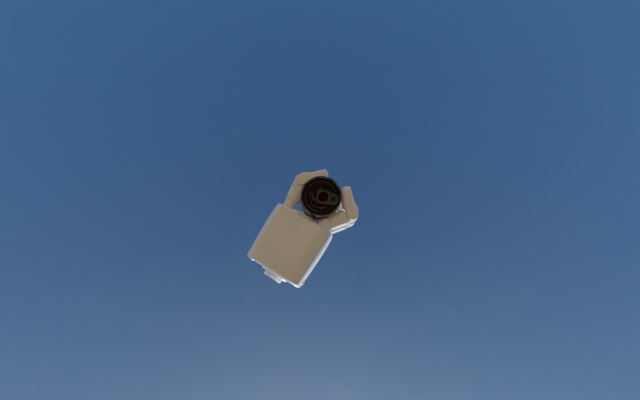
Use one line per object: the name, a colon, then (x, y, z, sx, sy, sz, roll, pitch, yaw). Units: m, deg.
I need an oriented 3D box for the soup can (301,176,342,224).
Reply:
soup can: (0.000, 0.002, 0.832, 0.068, 0.068, 0.102, 0, -12, -1)
